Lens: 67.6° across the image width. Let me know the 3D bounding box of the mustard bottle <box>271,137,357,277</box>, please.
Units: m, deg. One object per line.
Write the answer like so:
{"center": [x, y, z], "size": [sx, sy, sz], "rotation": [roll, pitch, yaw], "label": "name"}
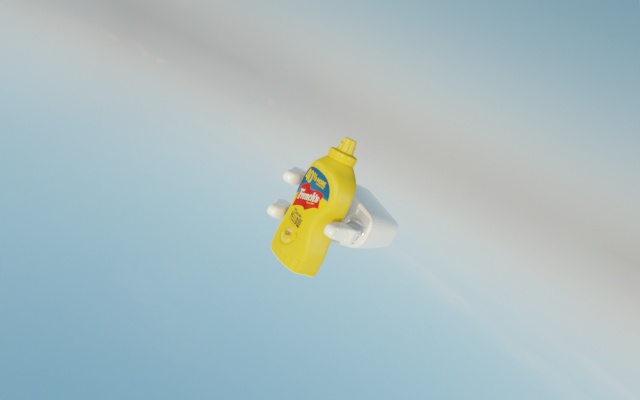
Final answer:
{"center": [0.000, 0.002, 0.660], "size": [0.058, 0.191, 0.096], "rotation": [20, 12, -33], "label": "mustard bottle"}
